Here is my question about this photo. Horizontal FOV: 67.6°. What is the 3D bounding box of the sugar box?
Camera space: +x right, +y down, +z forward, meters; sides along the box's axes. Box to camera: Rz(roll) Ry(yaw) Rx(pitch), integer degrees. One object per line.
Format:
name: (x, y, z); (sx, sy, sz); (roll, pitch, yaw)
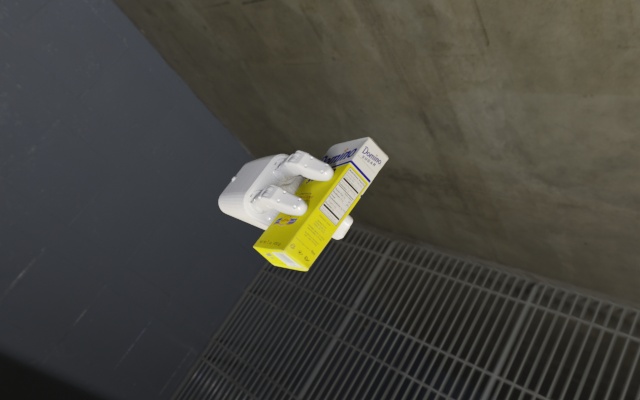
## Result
sugar box: (0.000, 0.002, 0.585); (0.048, 0.176, 0.093); (42, -21, -22)
